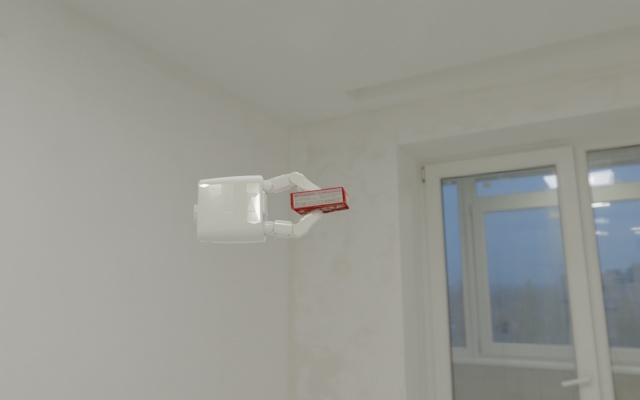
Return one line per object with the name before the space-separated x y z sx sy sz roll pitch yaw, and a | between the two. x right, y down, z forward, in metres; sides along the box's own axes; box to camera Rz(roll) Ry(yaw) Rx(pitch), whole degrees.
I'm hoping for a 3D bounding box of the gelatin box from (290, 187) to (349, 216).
gelatin box | 0.000 0.002 0.796 0.089 0.030 0.073 -8 -11 8
